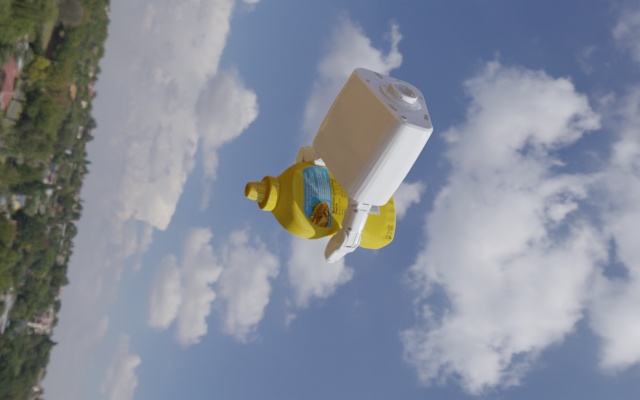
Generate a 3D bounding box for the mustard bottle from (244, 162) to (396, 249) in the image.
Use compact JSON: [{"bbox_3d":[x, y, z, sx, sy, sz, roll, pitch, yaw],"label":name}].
[{"bbox_3d":[0.000,0.002,0.590,0.191,0.096,0.058,10,-26,-27],"label":"mustard bottle"}]
